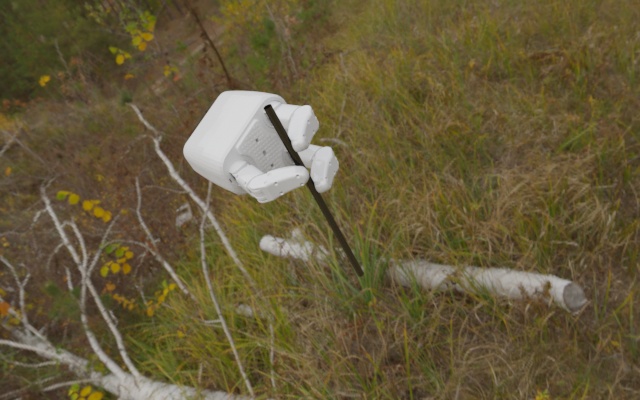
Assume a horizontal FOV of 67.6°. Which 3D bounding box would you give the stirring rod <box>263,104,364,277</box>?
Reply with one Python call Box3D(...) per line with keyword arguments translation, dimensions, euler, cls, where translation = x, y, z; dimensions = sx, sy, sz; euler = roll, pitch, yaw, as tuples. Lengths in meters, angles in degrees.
Box3D(translation=(0.000, 0.002, 0.498), dimensions=(0.011, 0.240, 0.011), euler=(-19, 37, 14), cls="stirring rod")
